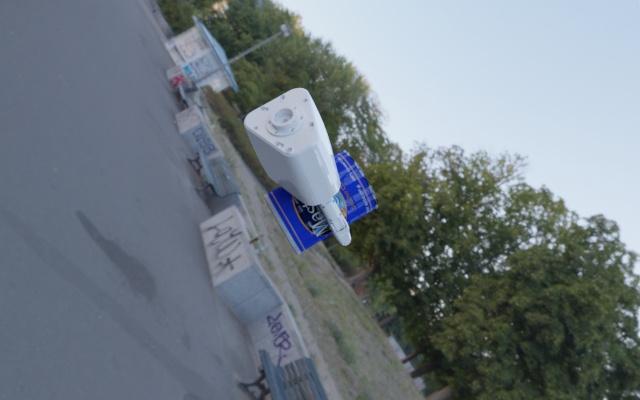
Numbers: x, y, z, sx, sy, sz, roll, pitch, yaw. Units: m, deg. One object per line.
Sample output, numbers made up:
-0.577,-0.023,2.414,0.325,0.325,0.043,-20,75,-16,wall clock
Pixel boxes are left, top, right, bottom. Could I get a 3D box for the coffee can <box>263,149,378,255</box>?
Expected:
0.000,0.003,0.715,0.140,0.103,0.103,-30,3,-5,coffee can
